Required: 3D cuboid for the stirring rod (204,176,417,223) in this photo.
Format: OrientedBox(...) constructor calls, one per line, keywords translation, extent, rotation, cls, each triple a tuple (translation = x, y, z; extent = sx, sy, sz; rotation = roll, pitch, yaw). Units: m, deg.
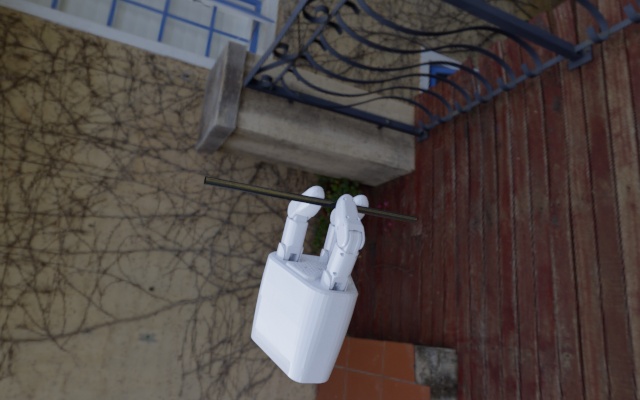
OrientedBox(translation=(0.000, 0.002, 0.494), extent=(0.239, 0.011, 0.011), rotation=(11, -5, -25), cls="stirring rod")
